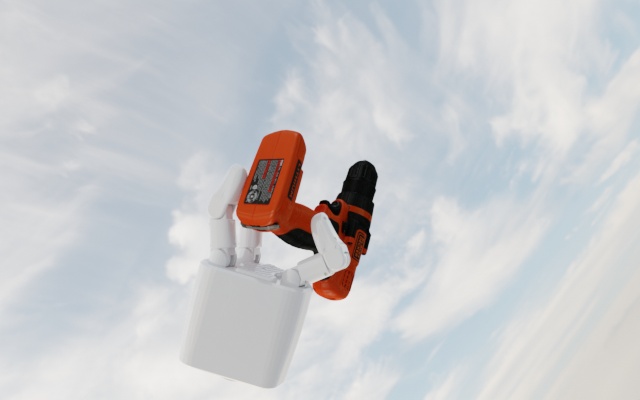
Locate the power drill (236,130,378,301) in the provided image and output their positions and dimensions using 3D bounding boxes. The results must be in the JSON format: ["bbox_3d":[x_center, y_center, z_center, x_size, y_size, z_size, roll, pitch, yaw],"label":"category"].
[{"bbox_3d":[0.000,0.002,0.540,0.057,0.184,0.188,-2,-28,37],"label":"power drill"}]
